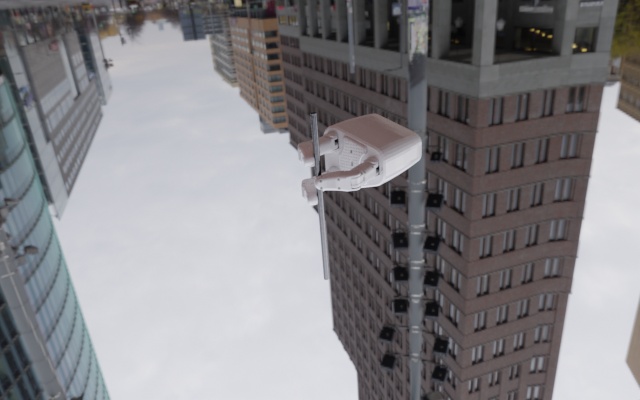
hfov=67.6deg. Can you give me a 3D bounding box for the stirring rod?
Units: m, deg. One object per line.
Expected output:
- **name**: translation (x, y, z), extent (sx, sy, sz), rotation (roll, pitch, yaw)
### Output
- **stirring rod**: translation (0.000, 0.002, 0.639), extent (0.011, 0.240, 0.011), rotation (-4, 23, 2)
